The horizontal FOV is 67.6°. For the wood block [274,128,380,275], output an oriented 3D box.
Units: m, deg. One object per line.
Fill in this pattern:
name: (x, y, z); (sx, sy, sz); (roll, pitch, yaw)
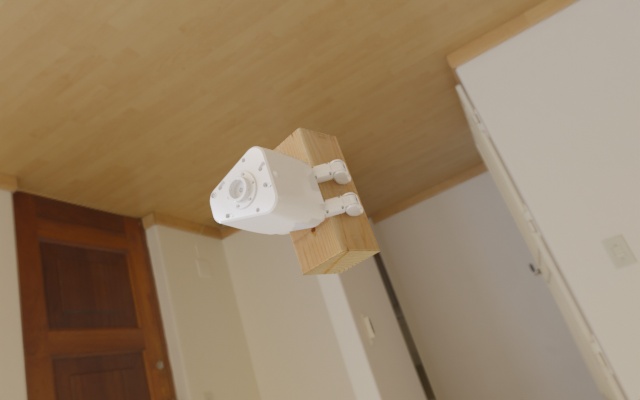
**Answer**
wood block: (0.000, 0.003, 0.742); (0.090, 0.206, 0.091); (6, -32, -47)
